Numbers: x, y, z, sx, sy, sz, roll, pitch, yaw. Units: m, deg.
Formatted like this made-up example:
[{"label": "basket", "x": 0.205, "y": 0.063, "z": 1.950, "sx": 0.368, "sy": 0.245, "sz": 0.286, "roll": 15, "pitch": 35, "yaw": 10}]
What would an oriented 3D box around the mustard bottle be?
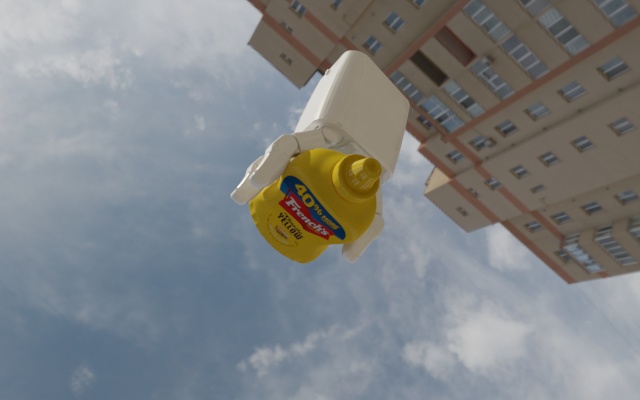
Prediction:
[{"label": "mustard bottle", "x": 0.000, "y": 0.002, "z": 0.462, "sx": 0.058, "sy": 0.096, "sz": 0.192, "roll": -43, "pitch": 5, "yaw": -32}]
